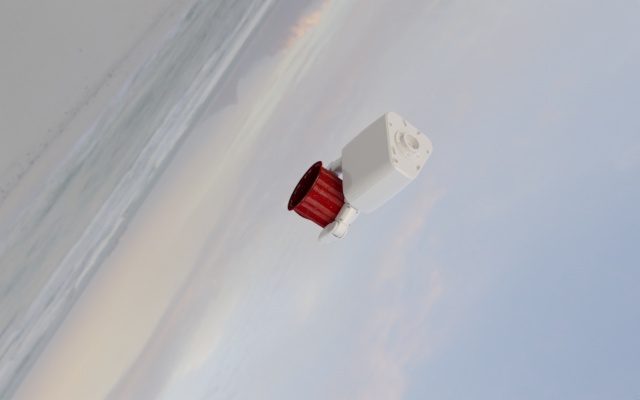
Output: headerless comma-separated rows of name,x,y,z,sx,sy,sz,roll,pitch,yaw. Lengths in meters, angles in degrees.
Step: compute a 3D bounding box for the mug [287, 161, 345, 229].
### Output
mug,-0.001,0.003,0.768,0.081,0.093,0.117,33,-40,-16
